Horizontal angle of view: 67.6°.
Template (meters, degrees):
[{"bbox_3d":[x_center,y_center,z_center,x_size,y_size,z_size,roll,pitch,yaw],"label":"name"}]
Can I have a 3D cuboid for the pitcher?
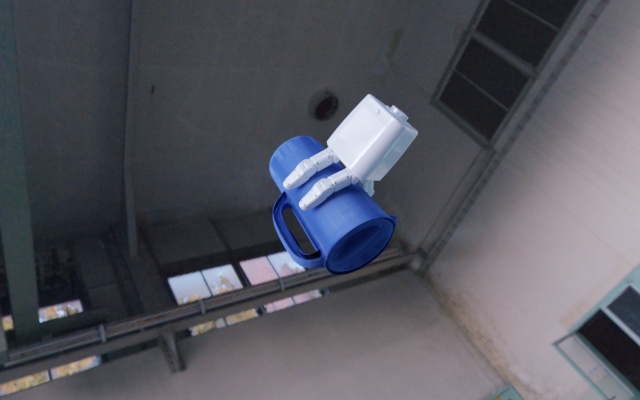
[{"bbox_3d":[0.000,0.003,0.820,0.149,0.145,0.242,17,29,-50],"label":"pitcher"}]
